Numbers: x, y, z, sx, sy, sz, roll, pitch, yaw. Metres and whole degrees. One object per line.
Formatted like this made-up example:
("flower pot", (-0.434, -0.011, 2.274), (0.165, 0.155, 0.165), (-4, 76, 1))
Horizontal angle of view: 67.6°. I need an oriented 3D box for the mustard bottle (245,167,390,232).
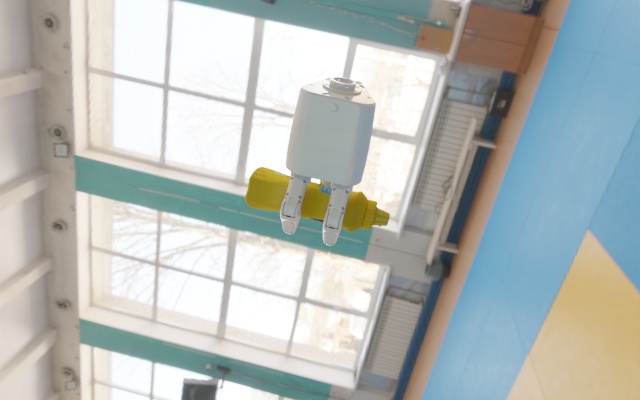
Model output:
("mustard bottle", (0.000, 0.002, 0.655), (0.191, 0.058, 0.096), (14, 4, 4))
